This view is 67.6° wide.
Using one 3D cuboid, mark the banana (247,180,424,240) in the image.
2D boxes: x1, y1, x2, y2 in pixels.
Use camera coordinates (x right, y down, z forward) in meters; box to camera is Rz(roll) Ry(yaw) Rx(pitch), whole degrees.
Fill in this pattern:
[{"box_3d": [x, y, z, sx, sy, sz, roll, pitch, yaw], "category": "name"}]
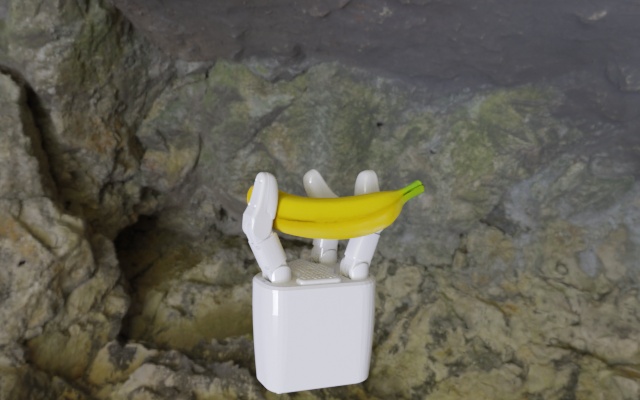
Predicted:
[{"box_3d": [-0.007, 0.008, 0.443, 0.198, 0.037, 0.069, 2, 23, 34], "category": "banana"}]
